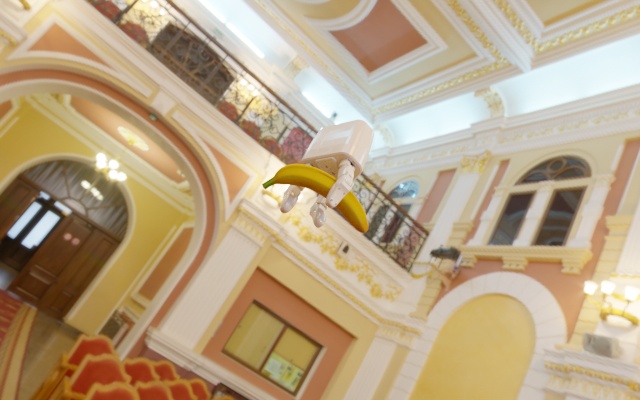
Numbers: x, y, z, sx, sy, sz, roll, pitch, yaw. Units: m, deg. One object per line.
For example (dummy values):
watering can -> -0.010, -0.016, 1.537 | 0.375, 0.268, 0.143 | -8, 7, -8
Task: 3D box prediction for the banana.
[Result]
banana -> 0.005, -0.013, 0.806 | 0.198, 0.070, 0.037 | 26, 30, -7
